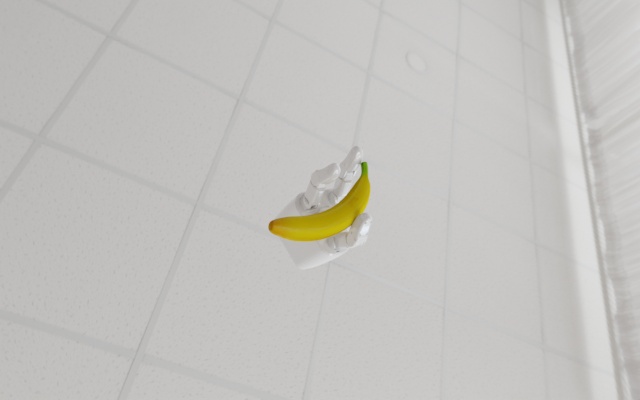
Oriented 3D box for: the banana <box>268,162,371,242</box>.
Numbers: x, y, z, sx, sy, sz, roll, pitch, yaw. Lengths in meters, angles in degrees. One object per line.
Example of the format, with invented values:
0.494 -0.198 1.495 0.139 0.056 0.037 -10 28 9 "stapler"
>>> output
0.013 0.016 0.682 0.197 0.069 0.037 -34 2 -35 "banana"
